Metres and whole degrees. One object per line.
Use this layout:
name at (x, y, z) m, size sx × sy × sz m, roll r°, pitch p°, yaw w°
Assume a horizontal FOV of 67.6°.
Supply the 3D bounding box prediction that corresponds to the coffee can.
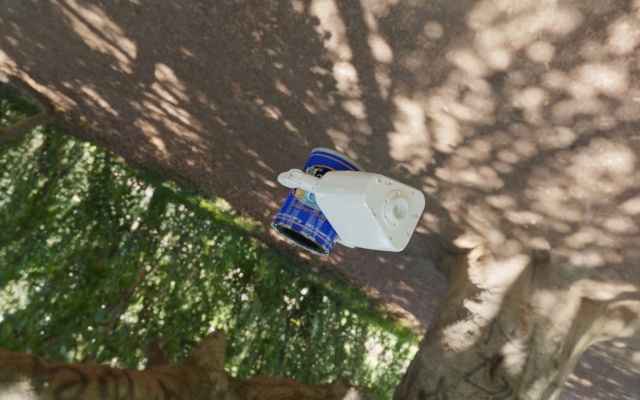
coffee can at (0.000, 0.002, 0.755) m, size 0.103 × 0.140 × 0.103 m, roll 26°, pitch -16°, yaw 8°
